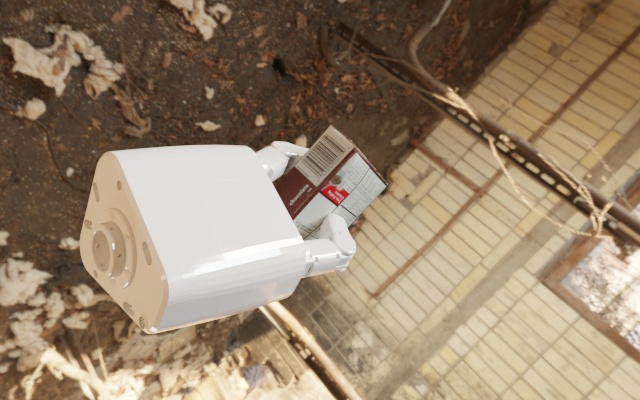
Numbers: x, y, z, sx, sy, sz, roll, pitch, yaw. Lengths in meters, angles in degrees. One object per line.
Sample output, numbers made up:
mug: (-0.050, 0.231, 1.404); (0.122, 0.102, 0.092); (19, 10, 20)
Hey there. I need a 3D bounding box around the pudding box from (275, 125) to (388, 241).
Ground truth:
pudding box: (0.000, 0.001, 0.427); (0.039, 0.113, 0.090); (46, 5, 30)
